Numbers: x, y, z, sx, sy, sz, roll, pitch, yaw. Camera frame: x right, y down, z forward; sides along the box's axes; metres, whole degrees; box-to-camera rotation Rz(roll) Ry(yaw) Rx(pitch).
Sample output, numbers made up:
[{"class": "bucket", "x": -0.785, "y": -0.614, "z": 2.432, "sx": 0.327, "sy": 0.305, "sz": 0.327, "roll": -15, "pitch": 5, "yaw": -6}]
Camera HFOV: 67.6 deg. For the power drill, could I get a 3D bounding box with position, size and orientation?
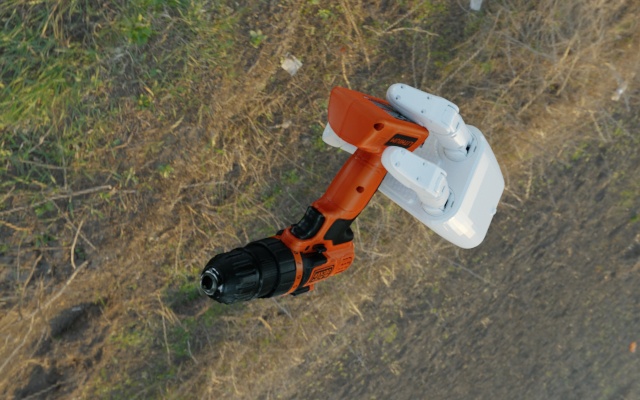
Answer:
[{"class": "power drill", "x": 0.000, "y": 0.001, "z": 0.401, "sx": 0.057, "sy": 0.188, "sz": 0.184, "roll": 42, "pitch": 24, "yaw": 23}]
